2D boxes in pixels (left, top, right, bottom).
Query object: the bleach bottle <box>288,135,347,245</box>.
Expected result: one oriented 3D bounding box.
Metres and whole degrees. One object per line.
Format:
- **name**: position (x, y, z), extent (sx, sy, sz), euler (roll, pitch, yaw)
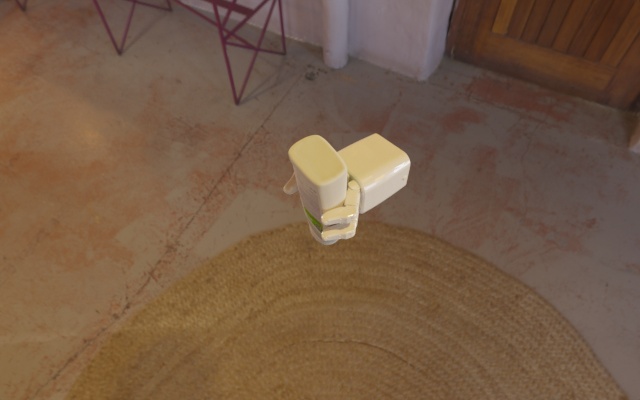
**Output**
- **bleach bottle**: position (0.000, 0.003, 0.849), extent (0.068, 0.102, 0.251), euler (-31, -28, -17)
